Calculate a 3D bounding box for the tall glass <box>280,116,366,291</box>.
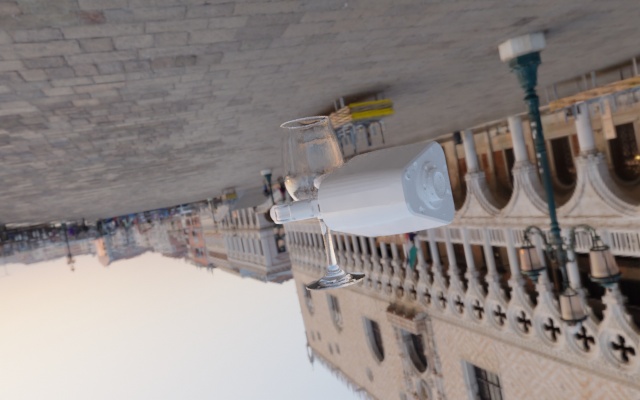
[{"bbox_3d":[0.000,0.003,0.582,0.079,0.201,0.079,-11,1,0],"label":"tall glass"}]
